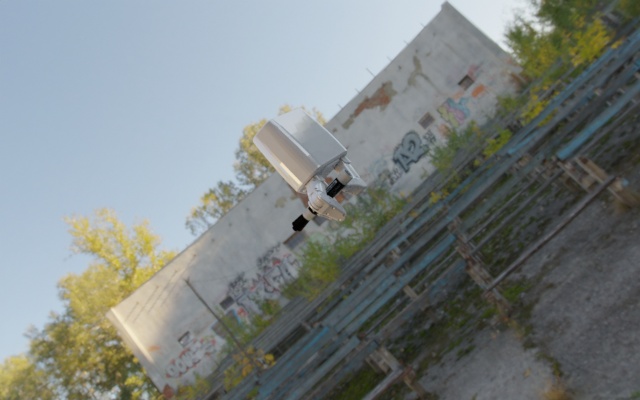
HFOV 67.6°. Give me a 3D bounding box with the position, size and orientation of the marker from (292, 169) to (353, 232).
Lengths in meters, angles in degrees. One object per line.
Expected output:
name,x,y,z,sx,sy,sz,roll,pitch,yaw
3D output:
marker,0.000,0.002,0.693,0.121,0.020,0.020,-46,-20,20
